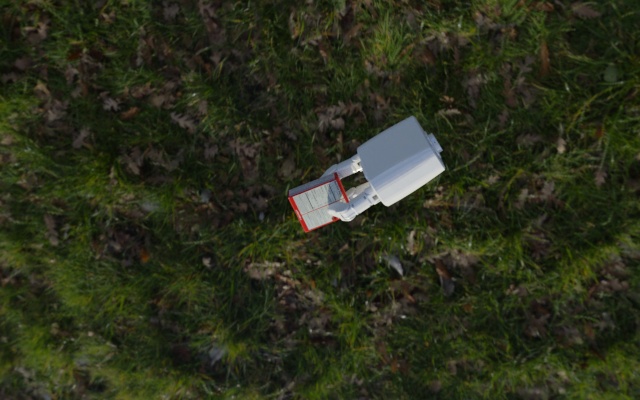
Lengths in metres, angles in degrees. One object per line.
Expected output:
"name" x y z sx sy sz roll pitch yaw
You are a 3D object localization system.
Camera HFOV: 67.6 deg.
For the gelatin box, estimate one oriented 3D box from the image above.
"gelatin box" 0.000 0.003 0.791 0.089 0.073 0.030 -22 28 6
